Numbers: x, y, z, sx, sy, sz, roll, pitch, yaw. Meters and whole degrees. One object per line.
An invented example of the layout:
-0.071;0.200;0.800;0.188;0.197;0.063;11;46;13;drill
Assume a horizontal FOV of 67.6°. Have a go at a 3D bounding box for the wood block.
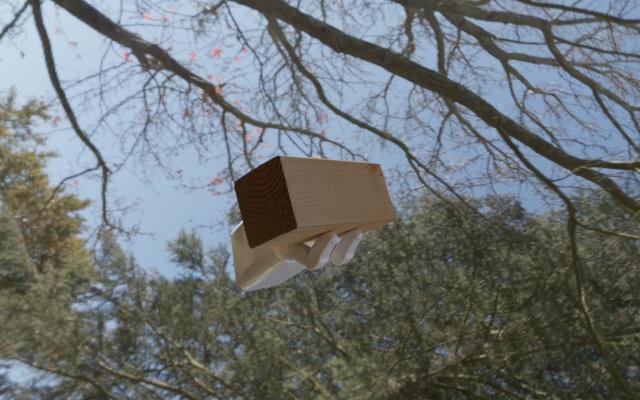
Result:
0.000;0.002;0.638;0.090;0.090;0.206;-26;-15;38;wood block
